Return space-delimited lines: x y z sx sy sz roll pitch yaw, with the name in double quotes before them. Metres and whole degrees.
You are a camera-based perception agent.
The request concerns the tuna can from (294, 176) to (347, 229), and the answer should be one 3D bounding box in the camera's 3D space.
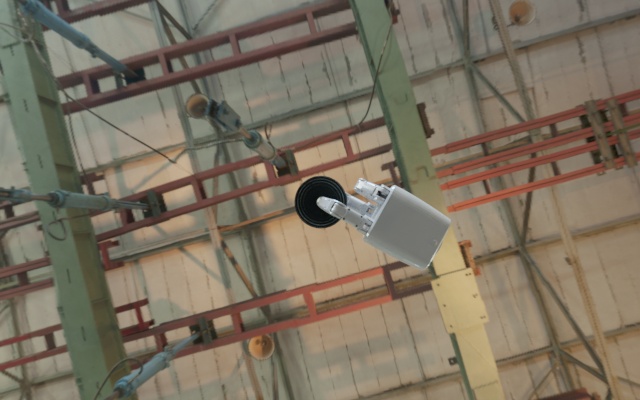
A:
"tuna can" 0.000 0.003 0.788 0.086 0.086 0.034 0 0 -2
